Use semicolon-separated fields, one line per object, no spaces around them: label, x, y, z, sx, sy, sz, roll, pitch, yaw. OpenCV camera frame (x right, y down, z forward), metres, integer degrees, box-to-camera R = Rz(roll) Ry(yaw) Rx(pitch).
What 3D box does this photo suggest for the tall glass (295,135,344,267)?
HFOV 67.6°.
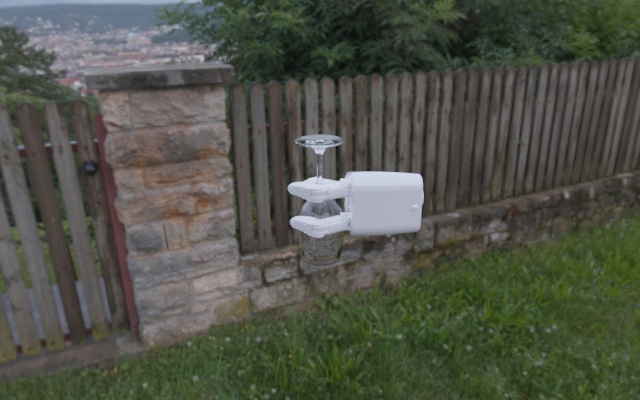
tall glass;0.000;0.002;0.752;0.079;0.201;0.079;0;21;0
